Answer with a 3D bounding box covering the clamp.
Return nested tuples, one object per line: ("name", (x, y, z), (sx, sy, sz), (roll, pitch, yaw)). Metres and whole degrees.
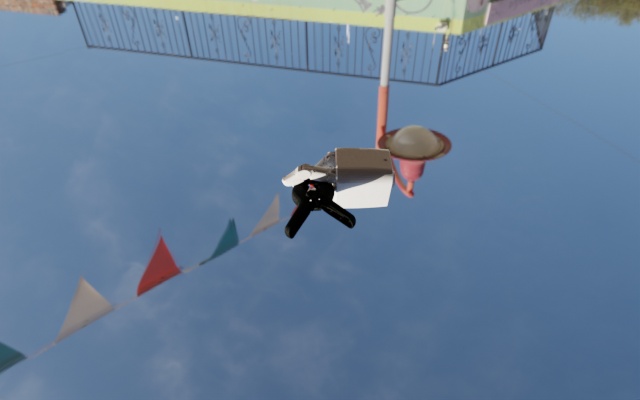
("clamp", (0.000, 0.003, 0.855), (0.120, 0.039, 0.171), (1, 41, 0))
